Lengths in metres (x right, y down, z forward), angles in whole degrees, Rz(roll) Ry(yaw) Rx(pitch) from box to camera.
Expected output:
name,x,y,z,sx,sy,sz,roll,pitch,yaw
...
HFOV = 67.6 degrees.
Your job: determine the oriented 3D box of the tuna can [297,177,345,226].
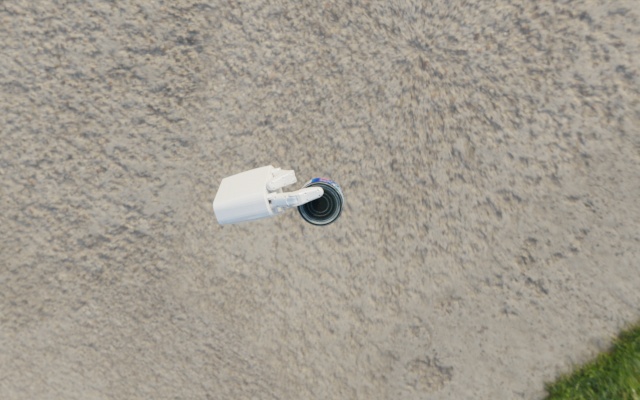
name,x,y,z,sx,sy,sz,roll,pitch,yaw
tuna can,0.000,0.003,0.865,0.086,0.086,0.033,0,16,6
